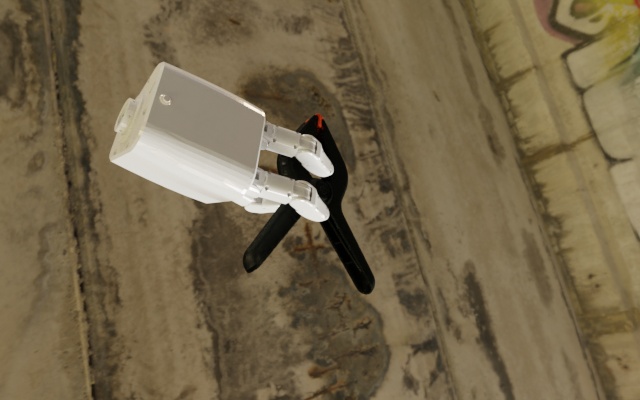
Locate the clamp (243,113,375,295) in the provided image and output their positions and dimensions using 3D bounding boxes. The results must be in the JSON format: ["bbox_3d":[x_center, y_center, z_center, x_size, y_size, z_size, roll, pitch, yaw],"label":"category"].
[{"bbox_3d":[-0.001,0.001,0.536,0.164,0.209,0.036,25,-34,-32],"label":"clamp"}]
